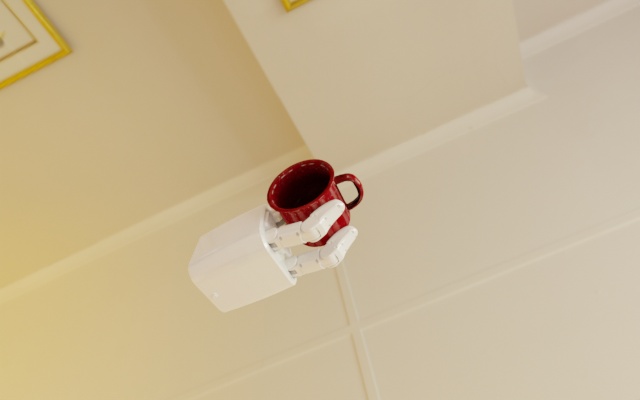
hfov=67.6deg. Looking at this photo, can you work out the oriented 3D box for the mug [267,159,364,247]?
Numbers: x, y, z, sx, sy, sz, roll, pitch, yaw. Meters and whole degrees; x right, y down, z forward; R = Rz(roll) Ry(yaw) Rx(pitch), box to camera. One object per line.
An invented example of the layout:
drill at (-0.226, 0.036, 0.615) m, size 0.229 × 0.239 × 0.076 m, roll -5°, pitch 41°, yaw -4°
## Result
mug at (0.001, 0.002, 0.623) m, size 0.117 × 0.081 × 0.093 m, roll -23°, pitch 40°, yaw 8°
